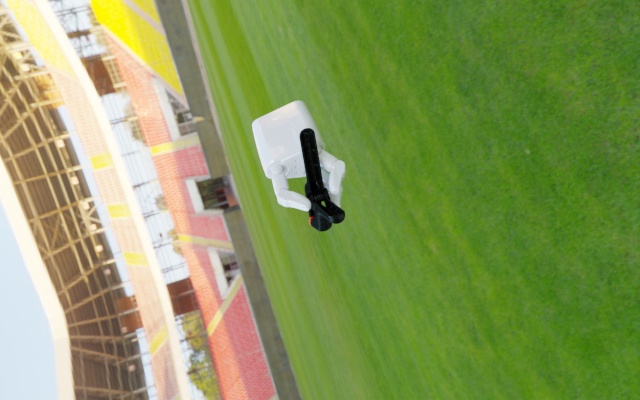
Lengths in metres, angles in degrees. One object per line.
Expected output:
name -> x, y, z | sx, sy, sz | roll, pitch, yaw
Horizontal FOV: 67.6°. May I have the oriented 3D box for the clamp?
clamp -> -0.001, 0.003, 0.799 | 0.036, 0.164, 0.210 | -15, -29, -10
